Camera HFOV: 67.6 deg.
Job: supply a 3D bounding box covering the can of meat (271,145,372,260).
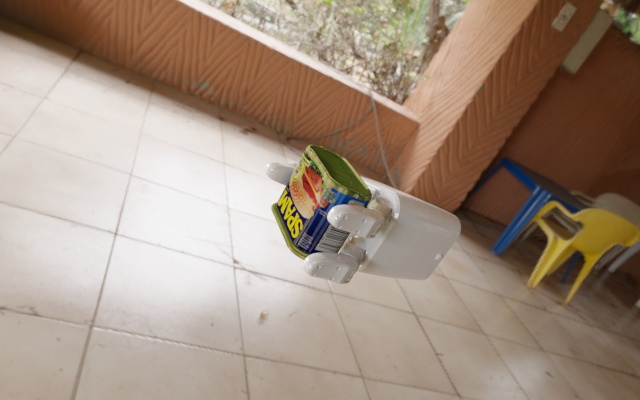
[{"bbox_3d":[0.000,0.001,0.487,0.057,0.084,0.102,18,24,-30],"label":"can of meat"}]
